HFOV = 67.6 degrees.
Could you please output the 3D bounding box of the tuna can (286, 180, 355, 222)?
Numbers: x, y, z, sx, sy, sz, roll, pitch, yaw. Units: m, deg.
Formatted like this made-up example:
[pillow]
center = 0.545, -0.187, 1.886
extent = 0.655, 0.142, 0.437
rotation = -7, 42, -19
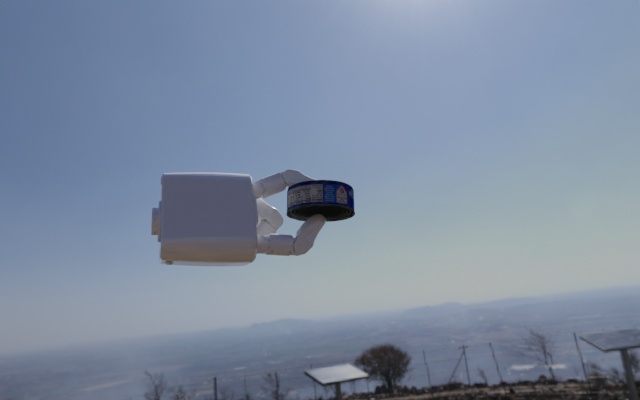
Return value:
[tuna can]
center = 0.000, 0.001, 0.600
extent = 0.086, 0.033, 0.086
rotation = -1, -15, 0
